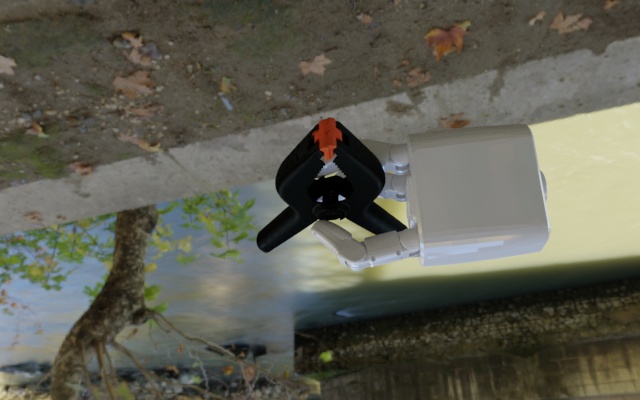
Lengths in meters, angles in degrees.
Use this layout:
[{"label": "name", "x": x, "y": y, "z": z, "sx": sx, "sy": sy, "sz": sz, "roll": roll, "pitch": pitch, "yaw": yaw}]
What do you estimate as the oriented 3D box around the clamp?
[{"label": "clamp", "x": 0.000, "y": 0.002, "z": 0.443, "sx": 0.164, "sy": 0.036, "sz": 0.210, "roll": -7, "pitch": -29, "yaw": 7}]
